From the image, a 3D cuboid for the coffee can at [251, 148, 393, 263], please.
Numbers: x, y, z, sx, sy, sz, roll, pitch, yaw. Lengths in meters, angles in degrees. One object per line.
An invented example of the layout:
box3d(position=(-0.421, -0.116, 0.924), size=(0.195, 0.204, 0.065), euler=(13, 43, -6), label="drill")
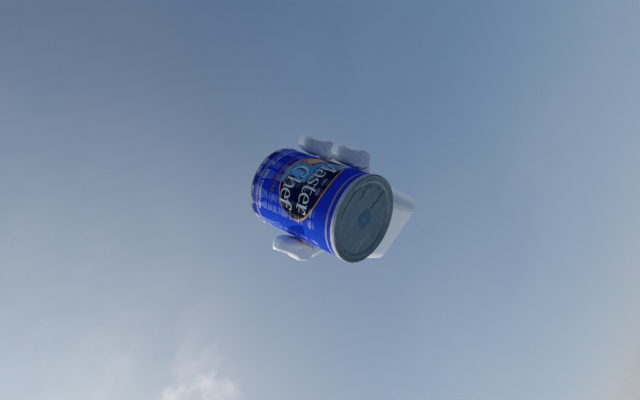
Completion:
box3d(position=(0.000, 0.002, 0.570), size=(0.140, 0.103, 0.103), euler=(21, 14, 40), label="coffee can")
